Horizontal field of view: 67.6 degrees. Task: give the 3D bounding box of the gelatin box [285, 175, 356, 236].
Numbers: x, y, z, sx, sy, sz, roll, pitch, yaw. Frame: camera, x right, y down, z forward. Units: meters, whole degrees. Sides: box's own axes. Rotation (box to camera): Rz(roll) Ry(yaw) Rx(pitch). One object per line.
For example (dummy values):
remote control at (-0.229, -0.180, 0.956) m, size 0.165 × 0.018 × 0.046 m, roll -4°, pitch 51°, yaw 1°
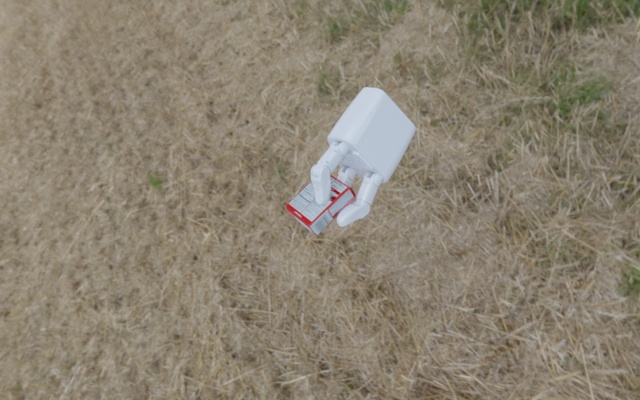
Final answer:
gelatin box at (0.000, 0.002, 0.743) m, size 0.073 × 0.089 × 0.030 m, roll 35°, pitch -14°, yaw 47°
